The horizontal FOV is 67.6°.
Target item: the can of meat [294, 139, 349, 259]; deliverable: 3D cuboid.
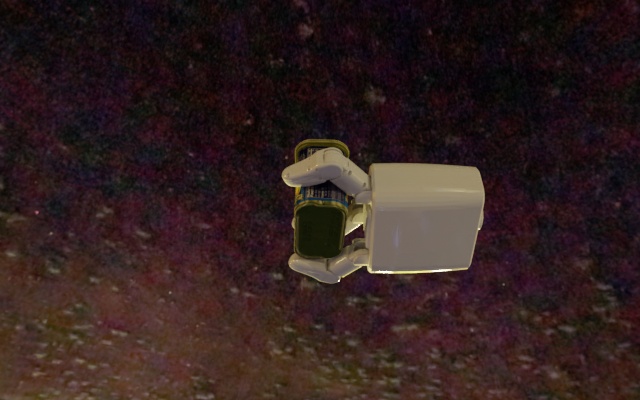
[{"bbox_3d":[0.000,0.002,0.500,0.057,0.083,0.102,2,-39,-1],"label":"can of meat"}]
